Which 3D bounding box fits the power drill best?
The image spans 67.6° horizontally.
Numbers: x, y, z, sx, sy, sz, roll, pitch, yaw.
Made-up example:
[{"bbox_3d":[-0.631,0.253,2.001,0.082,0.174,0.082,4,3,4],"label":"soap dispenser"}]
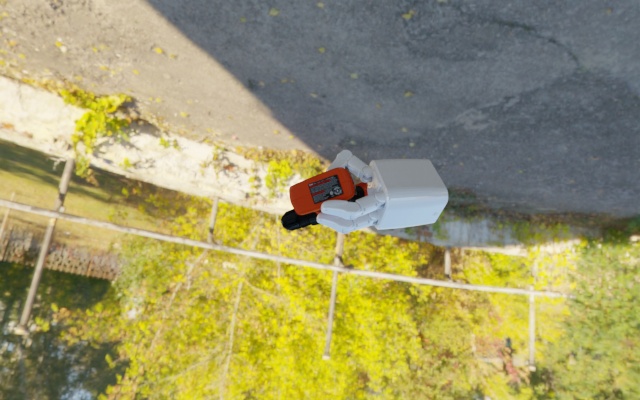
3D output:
[{"bbox_3d":[0.000,0.003,0.850,0.184,0.057,0.188,-22,-10,5],"label":"power drill"}]
